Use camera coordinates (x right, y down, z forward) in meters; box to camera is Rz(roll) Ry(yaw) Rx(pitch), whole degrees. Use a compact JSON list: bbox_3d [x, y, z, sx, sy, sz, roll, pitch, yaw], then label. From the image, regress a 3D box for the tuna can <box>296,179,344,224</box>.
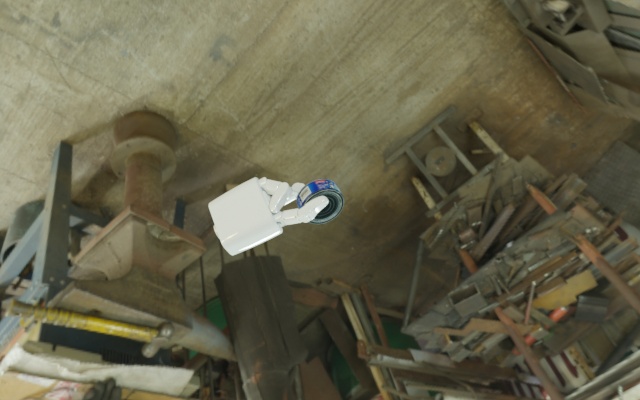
[{"bbox_3d":[0.000,0.003,0.896,0.086,0.086,0.033,0,38,-25],"label":"tuna can"}]
